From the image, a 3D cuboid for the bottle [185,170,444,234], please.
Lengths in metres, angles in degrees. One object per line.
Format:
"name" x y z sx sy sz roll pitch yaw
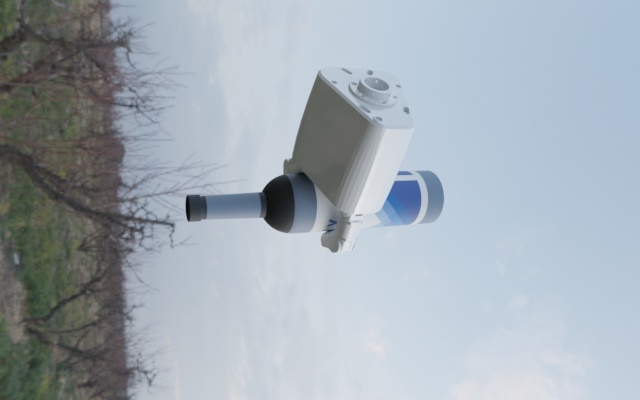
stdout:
"bottle" 0.000 0.002 0.541 0.296 0.069 0.069 -3 1 -24
